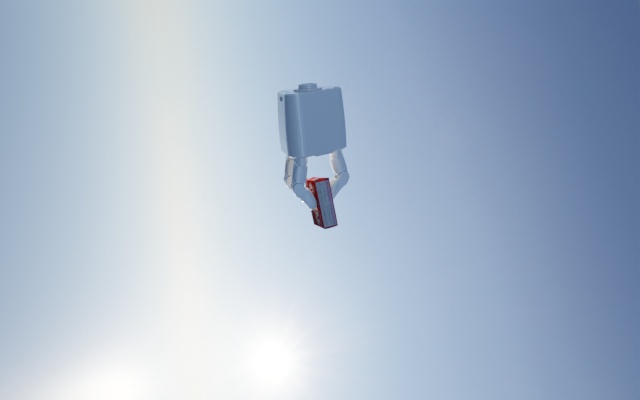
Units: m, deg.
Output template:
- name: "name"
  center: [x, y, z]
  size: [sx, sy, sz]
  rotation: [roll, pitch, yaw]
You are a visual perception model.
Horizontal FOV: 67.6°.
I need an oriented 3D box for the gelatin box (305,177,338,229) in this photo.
- name: "gelatin box"
  center: [0.001, 0.003, 0.861]
  size: [0.030, 0.089, 0.073]
  rotation: [-14, 7, -14]
